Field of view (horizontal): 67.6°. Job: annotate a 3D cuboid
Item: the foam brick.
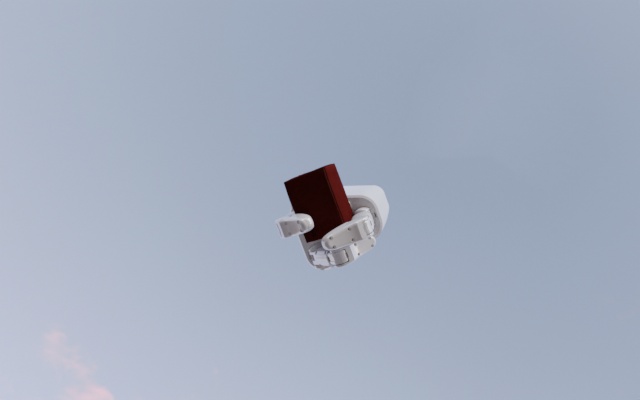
[{"bbox_3d":[0.000,0.002,0.557,0.053,0.078,0.051,-18,6,18],"label":"foam brick"}]
